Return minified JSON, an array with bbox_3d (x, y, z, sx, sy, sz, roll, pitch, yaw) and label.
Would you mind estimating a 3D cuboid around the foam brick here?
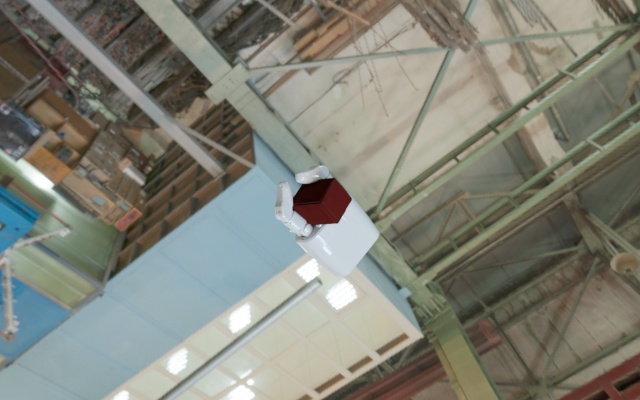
[{"bbox_3d":[0.000,0.002,0.754,0.078,0.053,0.051,-5,-46,49],"label":"foam brick"}]
